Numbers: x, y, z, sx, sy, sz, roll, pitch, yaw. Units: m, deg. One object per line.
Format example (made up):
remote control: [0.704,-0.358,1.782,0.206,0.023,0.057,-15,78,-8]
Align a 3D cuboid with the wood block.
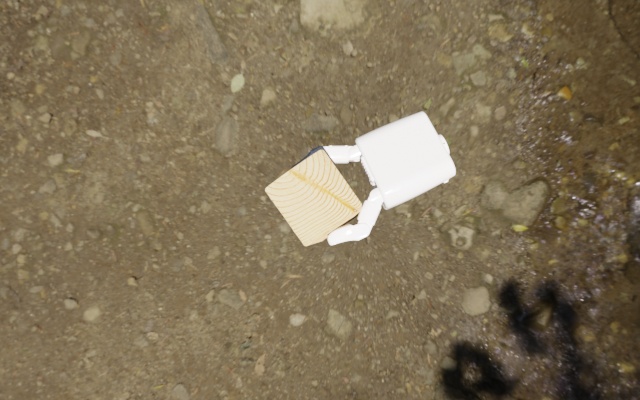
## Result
wood block: [0.000,0.002,0.684,0.090,0.091,0.206,-35,-6,2]
